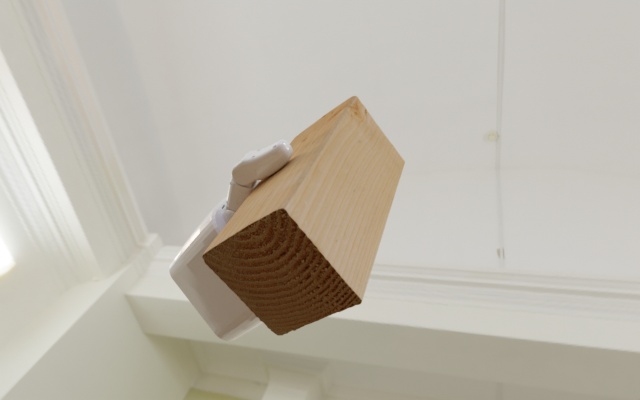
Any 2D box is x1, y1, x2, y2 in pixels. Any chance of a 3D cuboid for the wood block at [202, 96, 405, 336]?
[{"bbox_3d":[0.000,0.001,0.417,0.090,0.091,0.206,-30,18,32],"label":"wood block"}]
